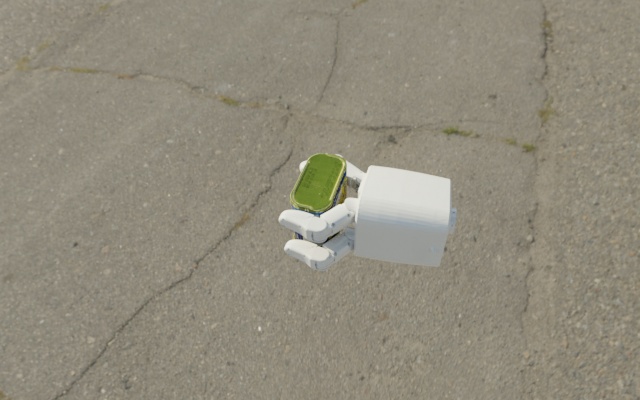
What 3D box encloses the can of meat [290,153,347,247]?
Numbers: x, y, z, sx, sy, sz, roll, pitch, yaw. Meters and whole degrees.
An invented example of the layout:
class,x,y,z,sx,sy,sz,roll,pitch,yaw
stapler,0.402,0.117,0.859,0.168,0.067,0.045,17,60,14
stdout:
class,x,y,z,sx,sy,sz,roll,pitch,yaw
can of meat,0.000,0.002,0.608,0.057,0.102,0.084,12,-40,13
